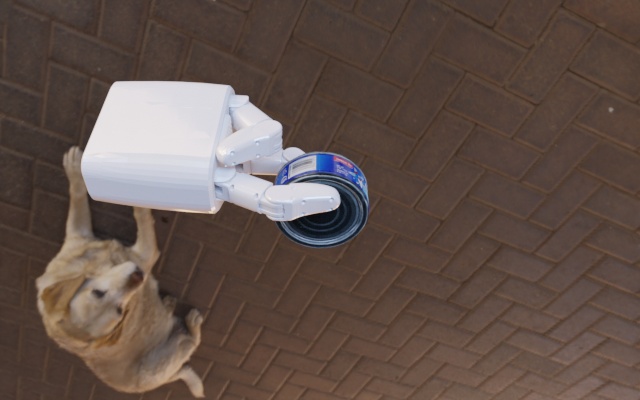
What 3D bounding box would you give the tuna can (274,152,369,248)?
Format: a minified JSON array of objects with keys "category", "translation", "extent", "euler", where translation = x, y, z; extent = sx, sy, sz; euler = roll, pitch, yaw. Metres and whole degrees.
[{"category":"tuna can","translation":[0.000,0.002,0.422],"extent":[0.086,0.086,0.033],"euler":[0,38,0]}]
